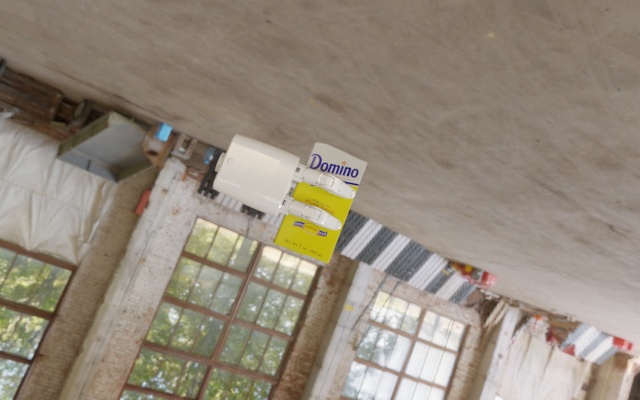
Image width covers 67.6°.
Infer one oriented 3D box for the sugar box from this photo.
[{"bbox_3d":[0.000,0.002,0.762,0.093,0.176,0.048,22,-9,-7],"label":"sugar box"}]
